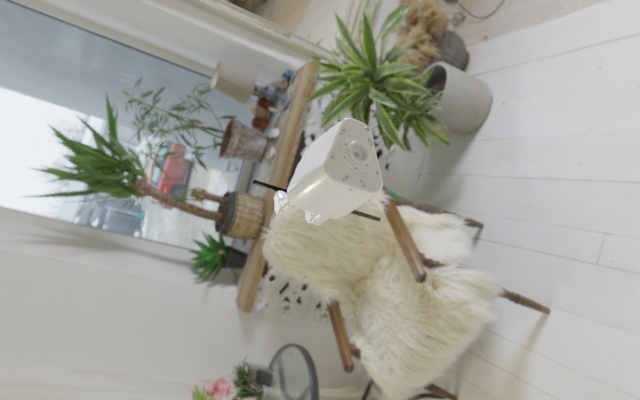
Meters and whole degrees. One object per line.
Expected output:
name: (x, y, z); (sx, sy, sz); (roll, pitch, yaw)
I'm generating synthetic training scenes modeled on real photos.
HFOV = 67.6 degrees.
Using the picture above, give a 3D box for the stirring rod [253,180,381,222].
stirring rod: (0.000, 0.003, 0.802); (0.239, 0.011, 0.011); (17, -7, -24)
